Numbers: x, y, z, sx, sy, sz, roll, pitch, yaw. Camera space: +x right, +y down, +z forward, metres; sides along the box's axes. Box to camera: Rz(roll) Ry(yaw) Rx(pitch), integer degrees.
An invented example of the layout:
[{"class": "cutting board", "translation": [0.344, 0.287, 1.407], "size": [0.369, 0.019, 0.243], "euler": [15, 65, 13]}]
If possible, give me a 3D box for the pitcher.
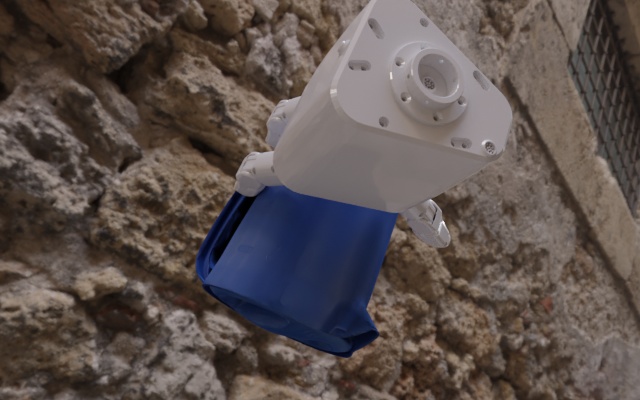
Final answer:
[{"class": "pitcher", "translation": [0.000, 0.001, 0.433], "size": [0.149, 0.242, 0.145], "euler": [29, -22, -9]}]
